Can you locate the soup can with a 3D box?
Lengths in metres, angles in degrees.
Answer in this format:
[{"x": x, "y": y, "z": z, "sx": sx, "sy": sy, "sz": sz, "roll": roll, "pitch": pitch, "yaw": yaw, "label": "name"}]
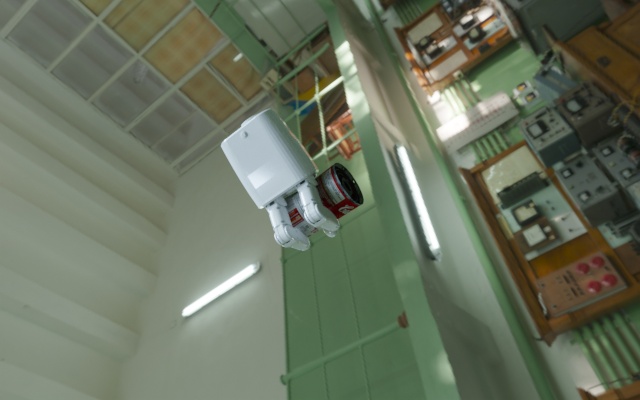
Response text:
[{"x": 0.000, "y": 0.003, "z": 0.674, "sx": 0.102, "sy": 0.068, "sz": 0.068, "roll": -33, "pitch": -13, "yaw": 21, "label": "soup can"}]
